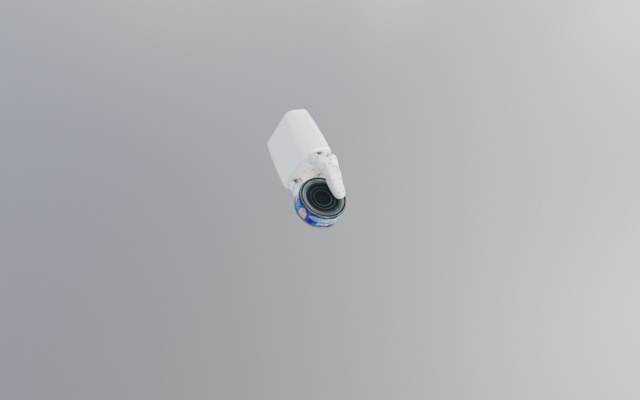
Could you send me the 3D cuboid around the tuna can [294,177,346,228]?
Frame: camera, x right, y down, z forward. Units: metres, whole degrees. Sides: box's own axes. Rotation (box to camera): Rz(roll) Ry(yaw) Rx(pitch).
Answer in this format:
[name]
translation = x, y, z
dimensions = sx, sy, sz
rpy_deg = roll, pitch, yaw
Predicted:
[tuna can]
translation = 0.000, 0.002, 0.816
dimensions = 0.086, 0.086, 0.034
rpy_deg = 0, -33, -22
